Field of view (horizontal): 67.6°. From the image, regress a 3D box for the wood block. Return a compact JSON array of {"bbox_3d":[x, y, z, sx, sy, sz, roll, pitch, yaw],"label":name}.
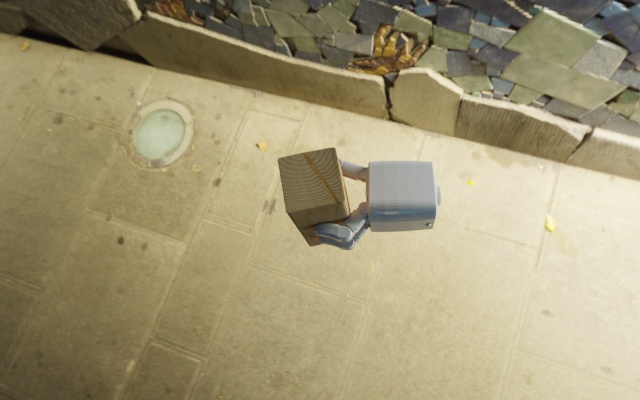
[{"bbox_3d":[0.000,0.002,0.787,0.090,0.090,0.206,-11,-21,4],"label":"wood block"}]
